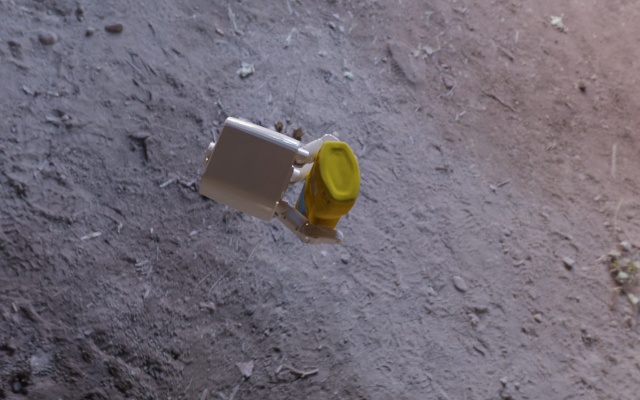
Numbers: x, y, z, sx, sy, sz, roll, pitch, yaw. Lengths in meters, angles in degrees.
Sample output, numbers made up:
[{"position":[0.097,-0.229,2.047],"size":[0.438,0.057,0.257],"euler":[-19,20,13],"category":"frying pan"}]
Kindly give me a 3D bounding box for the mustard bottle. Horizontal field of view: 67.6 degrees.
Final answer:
[{"position":[0.001,0.002,0.691],"size":[0.058,0.096,0.192],"euler":[0,-25,-17],"category":"mustard bottle"}]
